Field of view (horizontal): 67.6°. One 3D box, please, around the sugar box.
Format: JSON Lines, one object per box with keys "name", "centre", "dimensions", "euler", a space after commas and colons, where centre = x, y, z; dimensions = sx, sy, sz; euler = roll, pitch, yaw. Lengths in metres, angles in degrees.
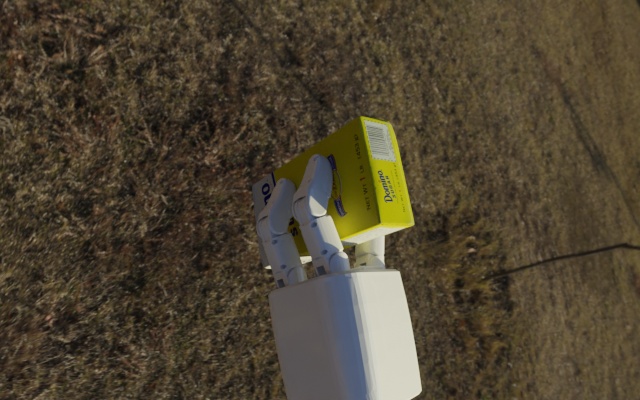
{"name": "sugar box", "centre": [0.000, 0.002, 0.441], "dimensions": [0.048, 0.093, 0.176], "euler": [4, -21, -40]}
